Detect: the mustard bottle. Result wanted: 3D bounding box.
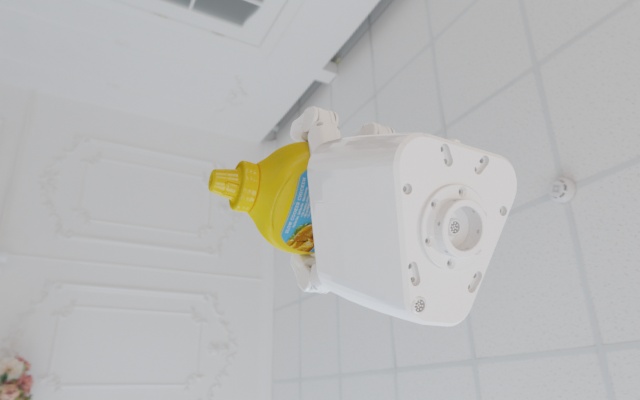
[{"bbox_3d":[0.000,0.001,0.412,0.191,0.096,0.058,11,20,-25],"label":"mustard bottle"}]
